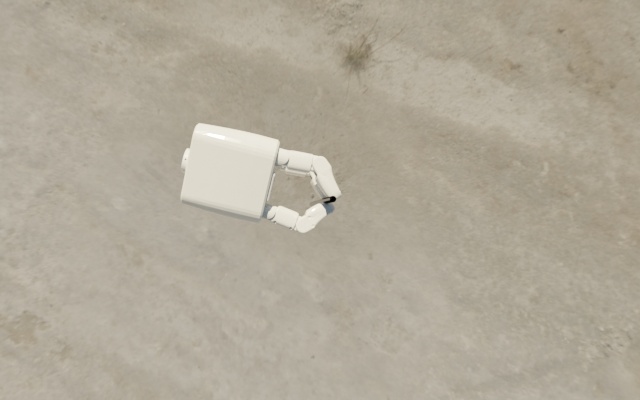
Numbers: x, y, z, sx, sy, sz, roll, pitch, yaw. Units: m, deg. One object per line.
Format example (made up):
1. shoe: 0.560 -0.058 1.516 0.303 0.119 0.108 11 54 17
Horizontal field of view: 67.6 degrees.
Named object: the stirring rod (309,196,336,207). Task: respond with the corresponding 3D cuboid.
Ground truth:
1. stirring rod: 0.000 0.002 0.694 0.011 0.011 0.239 0 -2 -7
